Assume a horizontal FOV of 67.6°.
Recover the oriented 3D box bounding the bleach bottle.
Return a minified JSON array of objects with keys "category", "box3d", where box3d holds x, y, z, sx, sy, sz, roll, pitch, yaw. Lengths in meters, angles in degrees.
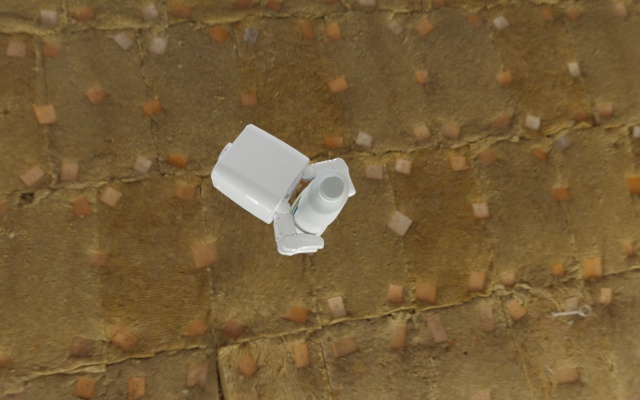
[{"category":"bleach bottle","box3d":[0.000,0.002,0.694,0.068,0.102,0.251,33,-15,-1]}]
